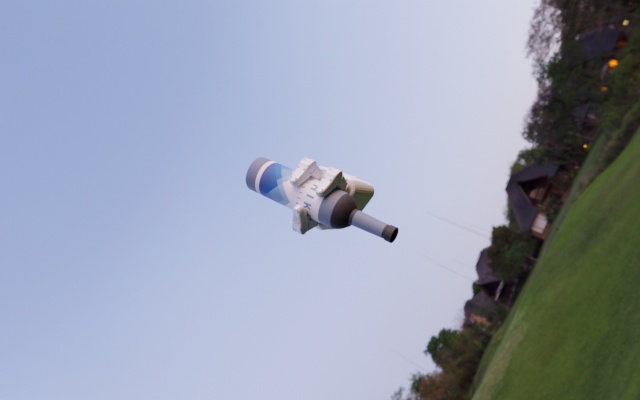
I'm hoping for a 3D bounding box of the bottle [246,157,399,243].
[{"bbox_3d":[0.000,0.003,0.834,0.295,0.069,0.069,24,12,27],"label":"bottle"}]
